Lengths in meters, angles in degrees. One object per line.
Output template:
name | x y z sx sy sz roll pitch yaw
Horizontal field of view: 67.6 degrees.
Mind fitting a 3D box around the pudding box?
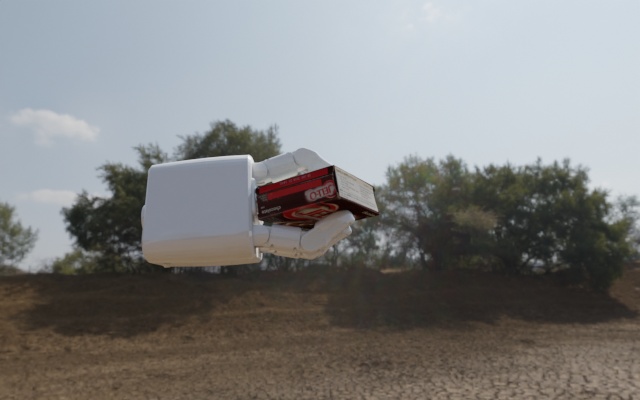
pudding box | 0.000 0.001 0.498 0.090 0.039 0.113 -14 -13 25
